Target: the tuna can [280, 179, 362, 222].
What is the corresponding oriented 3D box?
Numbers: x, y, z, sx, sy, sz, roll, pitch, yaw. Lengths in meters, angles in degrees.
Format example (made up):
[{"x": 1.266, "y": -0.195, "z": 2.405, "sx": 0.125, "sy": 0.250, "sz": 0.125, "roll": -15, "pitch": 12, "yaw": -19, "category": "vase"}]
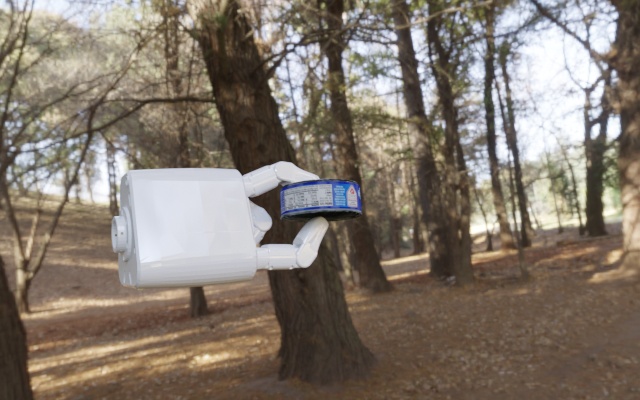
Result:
[{"x": 0.000, "y": 0.001, "z": 0.505, "sx": 0.086, "sy": 0.033, "sz": 0.086, "roll": -3, "pitch": -9, "yaw": 0, "category": "tuna can"}]
